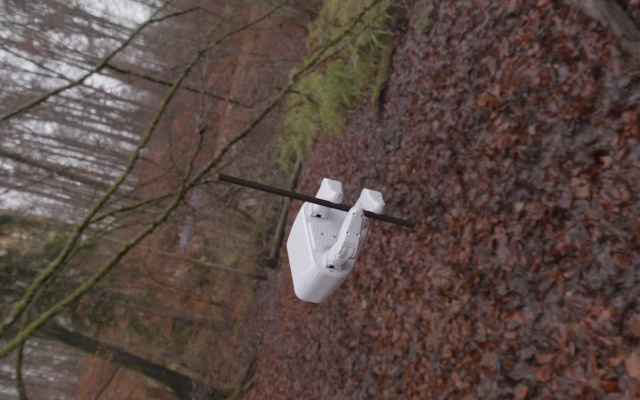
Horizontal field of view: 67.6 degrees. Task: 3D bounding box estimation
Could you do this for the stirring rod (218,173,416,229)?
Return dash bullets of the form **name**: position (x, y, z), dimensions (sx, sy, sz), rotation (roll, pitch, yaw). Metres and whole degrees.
- **stirring rod**: position (0.000, 0.002, 0.560), dimensions (0.239, 0.011, 0.011), rotation (14, -3, -11)
